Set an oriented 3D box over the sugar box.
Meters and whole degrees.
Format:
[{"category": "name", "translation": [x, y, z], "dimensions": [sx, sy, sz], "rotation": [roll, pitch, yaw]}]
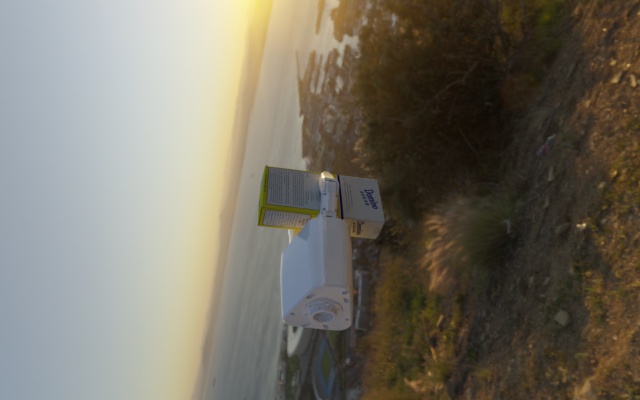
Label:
[{"category": "sugar box", "translation": [0.000, 0.003, 0.698], "dimensions": [0.176, 0.093, 0.048], "rotation": [9, -46, -11]}]
